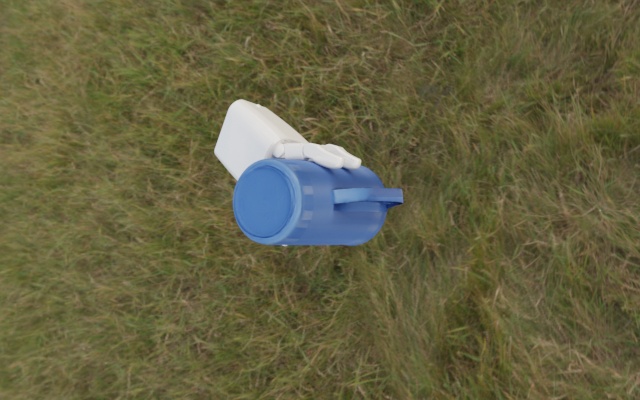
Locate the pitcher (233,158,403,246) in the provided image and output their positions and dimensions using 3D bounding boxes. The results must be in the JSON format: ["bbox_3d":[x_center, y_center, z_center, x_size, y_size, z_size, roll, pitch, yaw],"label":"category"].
[{"bbox_3d":[0.000,0.002,0.683,0.145,0.149,0.243,44,20,24],"label":"pitcher"}]
